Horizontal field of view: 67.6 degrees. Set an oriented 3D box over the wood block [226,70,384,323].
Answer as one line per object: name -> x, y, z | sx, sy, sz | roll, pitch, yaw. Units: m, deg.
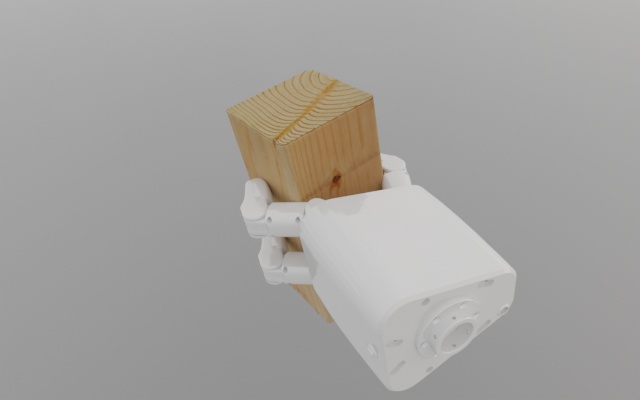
wood block -> 0.001, 0.001, 0.440 | 0.091, 0.206, 0.090 | -32, 42, -22
